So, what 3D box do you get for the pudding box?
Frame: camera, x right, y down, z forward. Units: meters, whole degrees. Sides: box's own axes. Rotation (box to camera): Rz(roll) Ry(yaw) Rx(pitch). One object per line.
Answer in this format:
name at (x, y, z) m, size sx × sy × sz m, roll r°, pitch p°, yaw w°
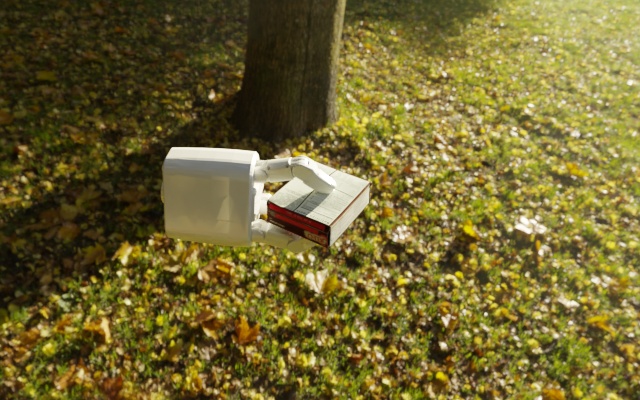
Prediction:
pudding box at (0.000, 0.002, 0.594) m, size 0.090 × 0.039 × 0.113 m, roll 23°, pitch 42°, yaw 22°
